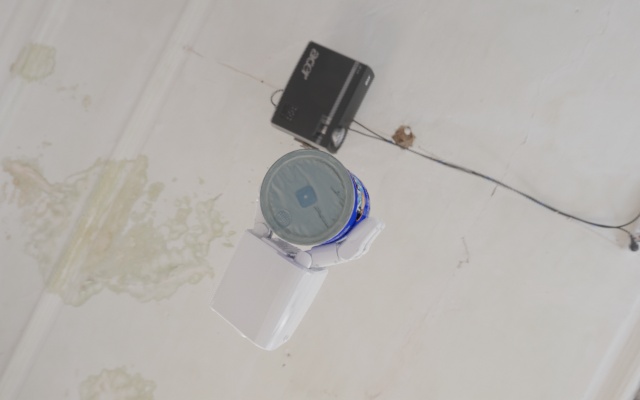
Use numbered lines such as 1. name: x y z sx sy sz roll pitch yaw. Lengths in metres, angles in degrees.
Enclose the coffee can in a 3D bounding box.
1. coffee can: 0.000 0.002 0.565 0.103 0.103 0.140 0 -5 13
